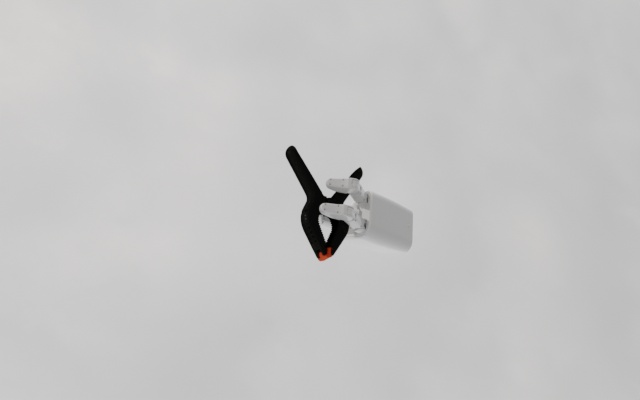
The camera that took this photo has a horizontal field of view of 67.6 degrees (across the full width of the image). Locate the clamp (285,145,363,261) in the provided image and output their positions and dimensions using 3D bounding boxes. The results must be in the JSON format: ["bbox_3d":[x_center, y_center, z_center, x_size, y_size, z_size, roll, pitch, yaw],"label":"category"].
[{"bbox_3d":[0.000,0.004,0.859,0.164,0.209,0.036,21,-31,-23],"label":"clamp"}]
